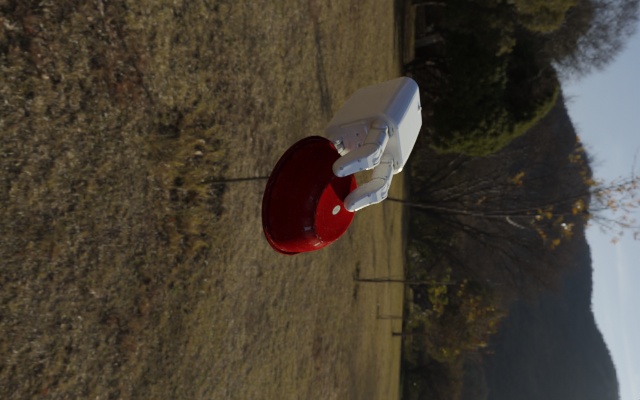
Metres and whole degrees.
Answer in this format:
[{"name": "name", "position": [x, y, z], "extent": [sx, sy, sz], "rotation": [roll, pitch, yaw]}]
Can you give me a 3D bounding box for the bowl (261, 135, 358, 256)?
[{"name": "bowl", "position": [0.000, 0.003, 0.608], "extent": [0.055, 0.162, 0.162], "rotation": [20, 12, 35]}]
